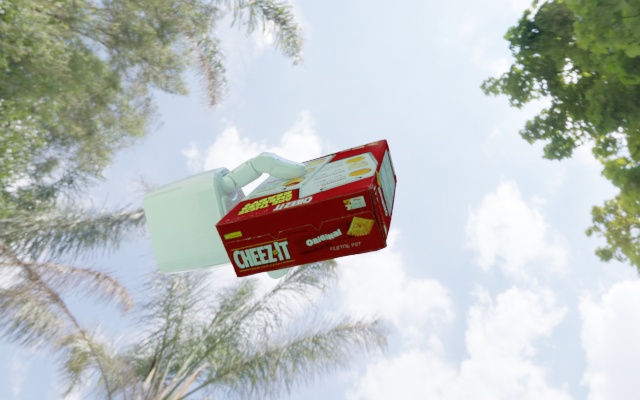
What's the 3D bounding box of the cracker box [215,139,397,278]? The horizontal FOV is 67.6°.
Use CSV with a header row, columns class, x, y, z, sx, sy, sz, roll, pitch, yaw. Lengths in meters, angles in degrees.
class,x,y,z,sx,sy,sz,roll,pitch,yaw
cracker box,0.000,0.002,0.555,0.164,0.072,0.213,-14,16,16
